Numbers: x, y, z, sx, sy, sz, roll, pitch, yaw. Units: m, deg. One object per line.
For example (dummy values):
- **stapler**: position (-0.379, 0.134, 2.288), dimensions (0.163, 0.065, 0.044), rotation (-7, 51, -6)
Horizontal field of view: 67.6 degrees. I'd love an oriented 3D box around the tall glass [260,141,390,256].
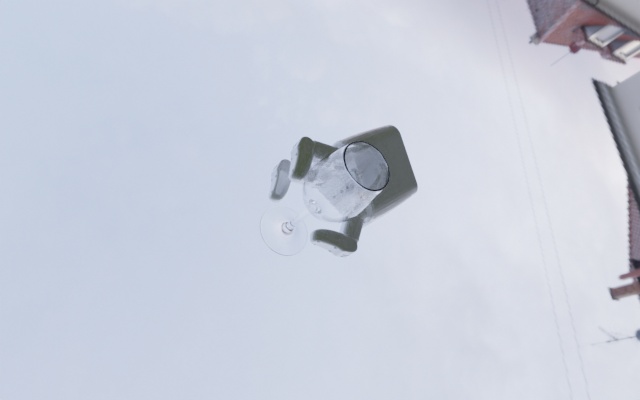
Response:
- **tall glass**: position (0.000, 0.002, 0.591), dimensions (0.079, 0.079, 0.201), rotation (0, -23, -34)
